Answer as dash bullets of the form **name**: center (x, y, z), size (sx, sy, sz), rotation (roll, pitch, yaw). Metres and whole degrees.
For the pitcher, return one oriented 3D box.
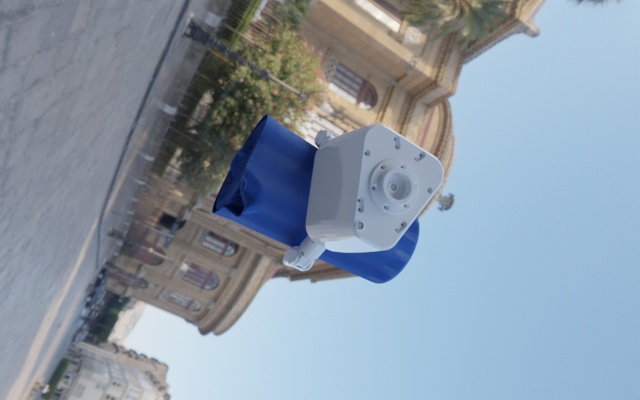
- **pitcher**: center (0.000, 0.002, 0.605), size (0.243, 0.149, 0.145), rotation (29, -15, -17)
